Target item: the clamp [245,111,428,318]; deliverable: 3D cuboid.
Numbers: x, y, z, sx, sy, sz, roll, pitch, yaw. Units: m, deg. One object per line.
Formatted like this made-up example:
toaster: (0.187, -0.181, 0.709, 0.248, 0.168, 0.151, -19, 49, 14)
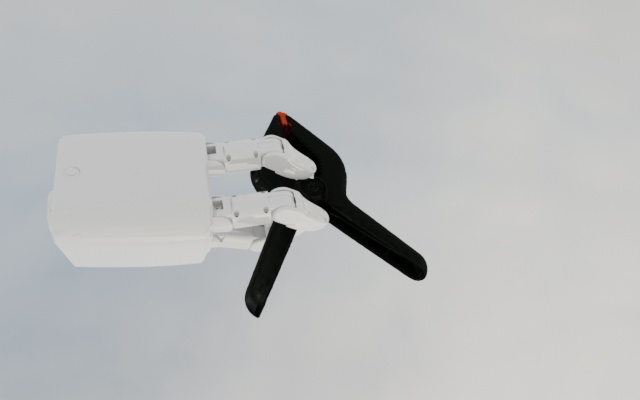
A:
clamp: (0.000, 0.002, 0.445, 0.164, 0.209, 0.036, -1, -36, -20)
